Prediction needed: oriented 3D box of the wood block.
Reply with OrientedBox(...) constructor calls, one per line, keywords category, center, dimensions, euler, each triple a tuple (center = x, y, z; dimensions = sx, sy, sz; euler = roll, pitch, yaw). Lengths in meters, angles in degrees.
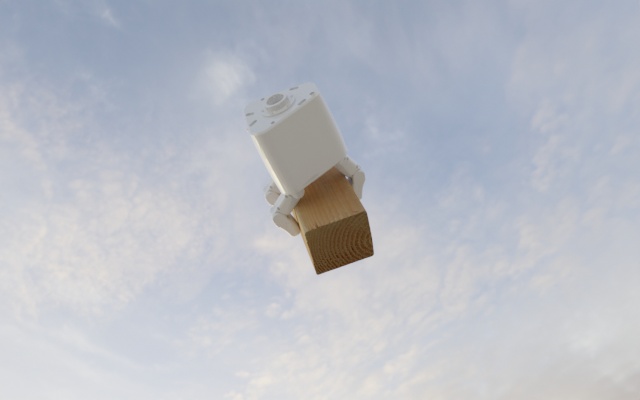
OrientedBox(category="wood block", center=(0.000, 0.002, 0.735), dimensions=(0.091, 0.090, 0.206), euler=(-19, 39, -5))
